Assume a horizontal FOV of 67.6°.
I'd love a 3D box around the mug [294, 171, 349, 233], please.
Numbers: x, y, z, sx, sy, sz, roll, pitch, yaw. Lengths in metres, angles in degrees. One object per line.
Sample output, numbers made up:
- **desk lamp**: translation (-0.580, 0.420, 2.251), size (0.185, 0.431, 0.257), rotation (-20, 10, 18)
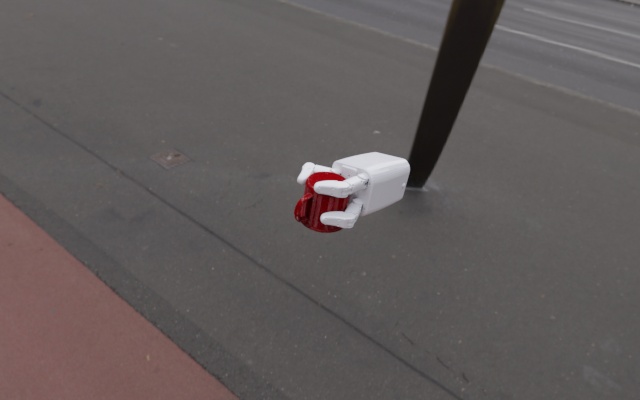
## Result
- **mug**: translation (-0.001, 0.003, 0.870), size (0.117, 0.081, 0.093), rotation (-18, 42, -35)
